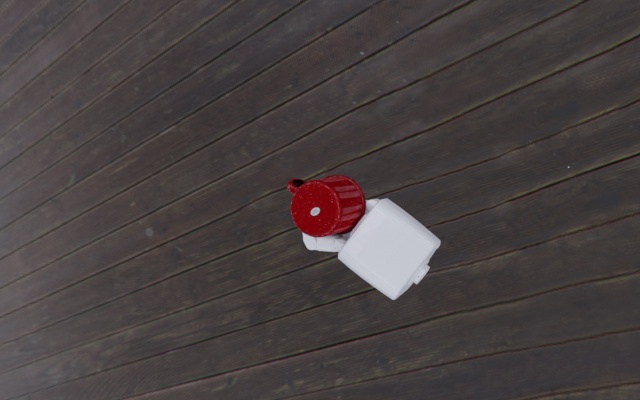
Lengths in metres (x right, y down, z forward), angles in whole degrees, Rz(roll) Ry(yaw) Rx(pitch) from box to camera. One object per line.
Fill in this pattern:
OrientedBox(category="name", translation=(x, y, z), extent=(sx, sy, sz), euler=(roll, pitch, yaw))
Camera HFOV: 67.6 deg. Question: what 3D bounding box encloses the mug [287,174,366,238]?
OrientedBox(category="mug", translation=(-0.001, 0.001, 0.702), extent=(0.117, 0.093, 0.081), euler=(38, 19, 18))
